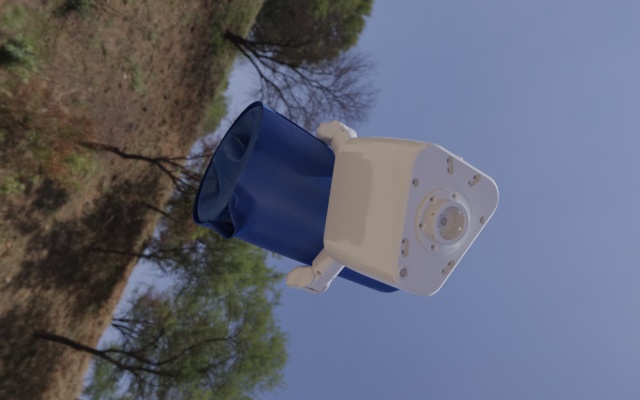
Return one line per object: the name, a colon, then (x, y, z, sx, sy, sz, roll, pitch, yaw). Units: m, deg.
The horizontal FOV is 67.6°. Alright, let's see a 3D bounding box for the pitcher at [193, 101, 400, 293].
pitcher: (0.000, 0.002, 0.517, 0.243, 0.149, 0.145, 28, -6, -26)
